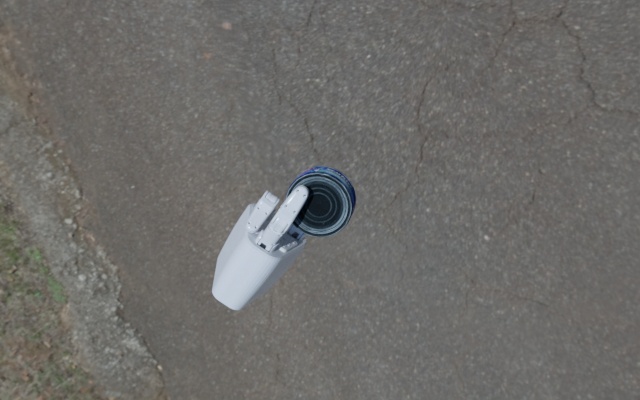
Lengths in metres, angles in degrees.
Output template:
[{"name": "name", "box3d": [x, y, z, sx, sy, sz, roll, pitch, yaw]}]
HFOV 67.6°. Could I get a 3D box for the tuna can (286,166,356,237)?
[{"name": "tuna can", "box3d": [0.000, 0.002, 0.596, 0.086, 0.086, 0.033, 0, 17, 11]}]
